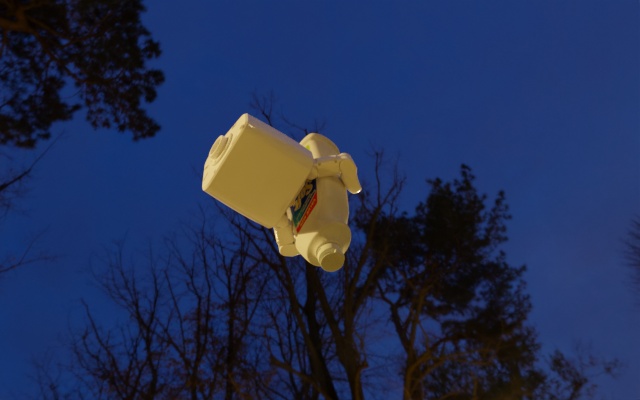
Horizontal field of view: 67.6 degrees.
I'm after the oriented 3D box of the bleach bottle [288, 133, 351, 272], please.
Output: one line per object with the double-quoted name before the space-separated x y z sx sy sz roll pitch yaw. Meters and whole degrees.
"bleach bottle" 0.000 0.002 0.662 0.068 0.102 0.250 32 21 -25
